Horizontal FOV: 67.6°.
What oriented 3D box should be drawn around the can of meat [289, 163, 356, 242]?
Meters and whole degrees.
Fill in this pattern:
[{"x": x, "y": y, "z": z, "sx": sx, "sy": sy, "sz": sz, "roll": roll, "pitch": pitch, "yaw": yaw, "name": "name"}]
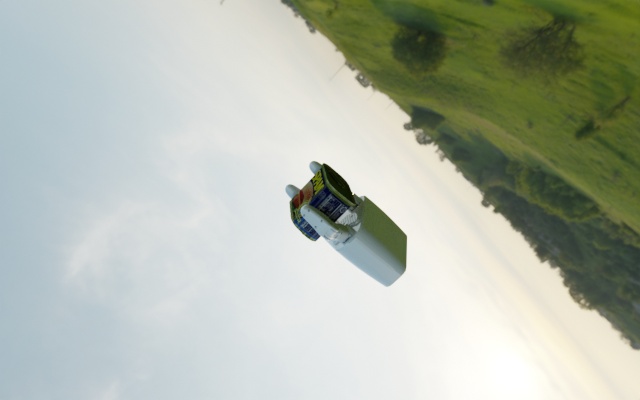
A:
[{"x": 0.000, "y": 0.003, "z": 0.718, "sx": 0.057, "sy": 0.084, "sz": 0.102, "roll": 38, "pitch": 16, "yaw": -20, "name": "can of meat"}]
